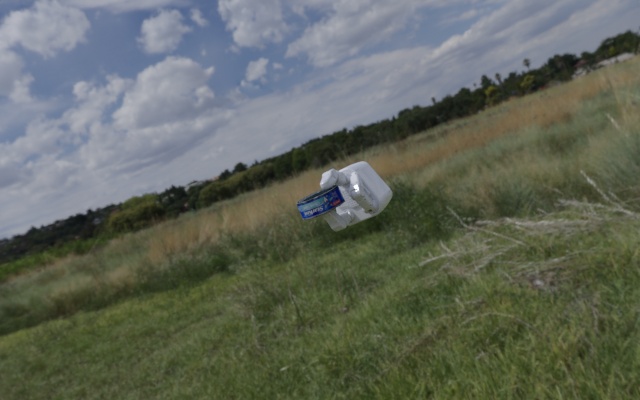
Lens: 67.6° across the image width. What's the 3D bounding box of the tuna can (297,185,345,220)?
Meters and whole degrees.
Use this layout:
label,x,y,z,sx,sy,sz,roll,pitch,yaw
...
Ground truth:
label,x,y,z,sx,sy,sz,roll,pitch,yaw
tuna can,0.000,0.002,0.879,0.086,0.034,0.086,-24,7,3
